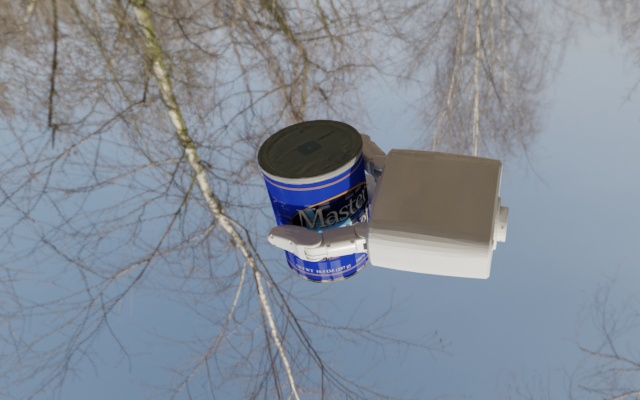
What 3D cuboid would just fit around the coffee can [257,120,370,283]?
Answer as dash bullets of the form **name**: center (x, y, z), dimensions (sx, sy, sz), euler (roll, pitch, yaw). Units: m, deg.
- **coffee can**: center (0.000, 0.002, 0.502), dimensions (0.103, 0.140, 0.102), euler (-7, 39, 6)
